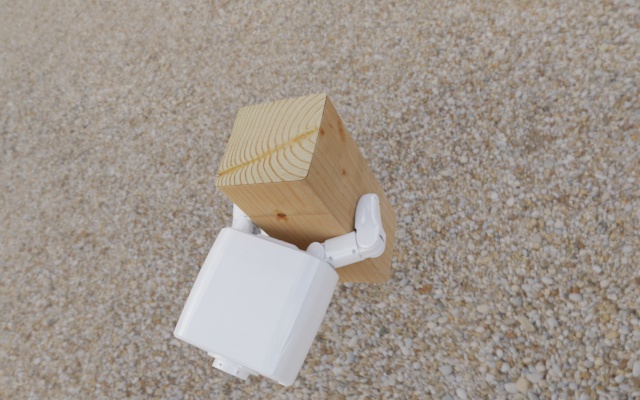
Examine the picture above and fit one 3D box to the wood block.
[{"bbox_3d":[0.000,0.002,0.475,0.091,0.090,0.206,-3,-32,26],"label":"wood block"}]
